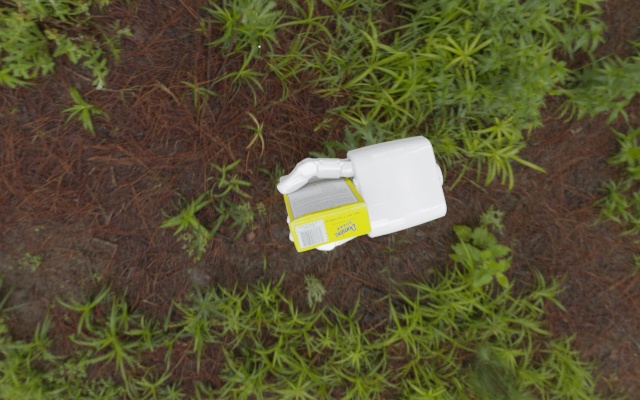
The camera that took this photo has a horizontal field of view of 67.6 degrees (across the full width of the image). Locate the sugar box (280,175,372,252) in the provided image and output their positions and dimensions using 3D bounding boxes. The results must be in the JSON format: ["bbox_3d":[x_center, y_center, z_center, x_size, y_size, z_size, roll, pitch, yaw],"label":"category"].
[{"bbox_3d":[0.000,0.003,0.628,0.093,0.048,0.176,-14,19,-3],"label":"sugar box"}]
